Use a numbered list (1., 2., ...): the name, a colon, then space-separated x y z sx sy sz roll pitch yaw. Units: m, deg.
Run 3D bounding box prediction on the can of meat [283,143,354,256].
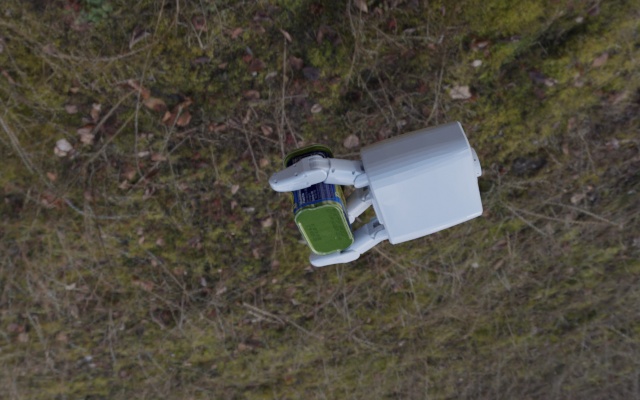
1. can of meat: 0.000 0.002 0.540 0.057 0.084 0.102 -16 -38 7
